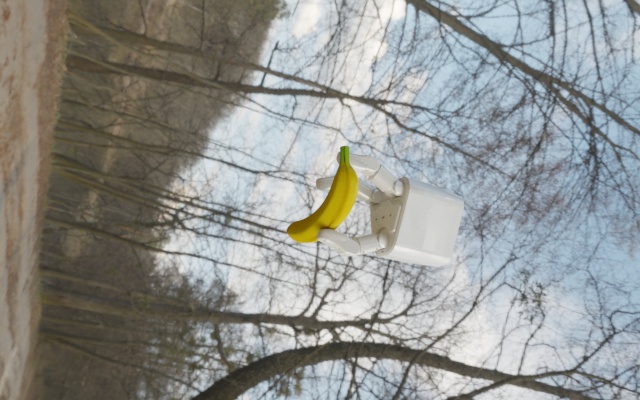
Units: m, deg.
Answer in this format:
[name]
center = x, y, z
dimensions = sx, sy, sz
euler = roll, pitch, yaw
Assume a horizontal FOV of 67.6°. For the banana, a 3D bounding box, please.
[banana]
center = 0.004, 0.015, 0.655
dimensions = 0.037, 0.069, 0.198
euler = 11, -41, -25
